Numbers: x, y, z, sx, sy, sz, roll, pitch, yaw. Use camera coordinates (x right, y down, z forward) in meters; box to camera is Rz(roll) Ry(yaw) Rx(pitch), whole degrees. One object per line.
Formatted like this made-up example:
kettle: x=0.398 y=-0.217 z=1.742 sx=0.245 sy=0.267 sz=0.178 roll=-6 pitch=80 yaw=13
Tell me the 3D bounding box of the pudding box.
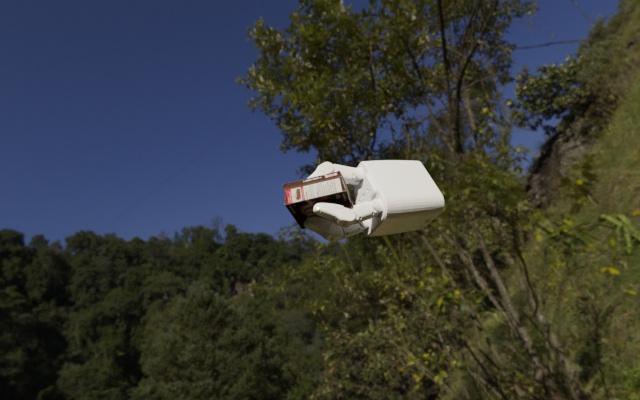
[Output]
pudding box: x=0.000 y=0.002 z=0.719 sx=0.090 sy=0.039 sz=0.113 roll=-14 pitch=-26 yaw=6
